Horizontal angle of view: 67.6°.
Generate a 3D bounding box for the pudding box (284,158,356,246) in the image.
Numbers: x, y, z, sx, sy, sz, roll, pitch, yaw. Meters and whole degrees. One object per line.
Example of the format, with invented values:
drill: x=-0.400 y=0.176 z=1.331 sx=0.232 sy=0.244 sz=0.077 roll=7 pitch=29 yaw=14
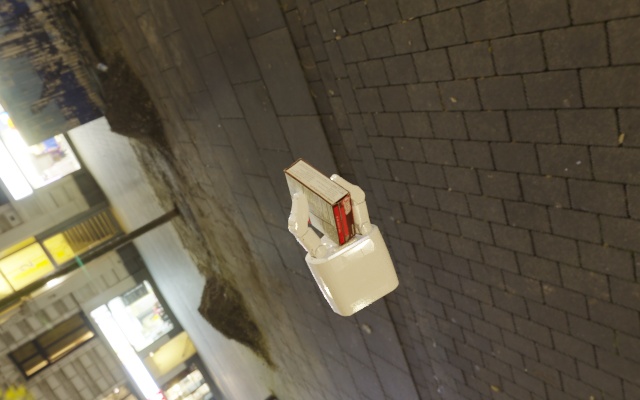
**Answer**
pudding box: x=0.000 y=0.002 z=0.699 sx=0.039 sy=0.090 sz=0.113 roll=-37 pitch=50 yaw=-24
